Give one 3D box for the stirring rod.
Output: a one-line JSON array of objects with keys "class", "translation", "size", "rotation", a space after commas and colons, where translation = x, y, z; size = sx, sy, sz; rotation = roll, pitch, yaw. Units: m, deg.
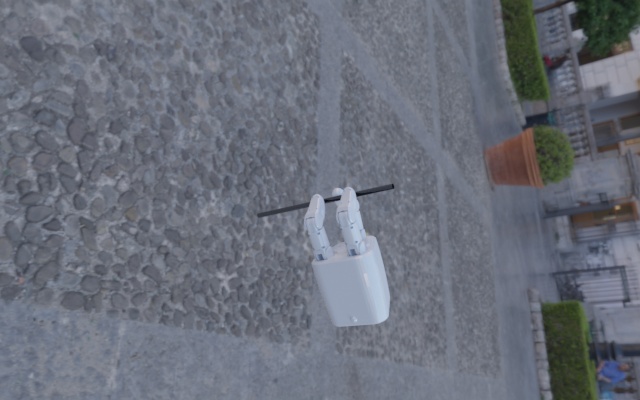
[{"class": "stirring rod", "translation": [0.000, 0.002, 0.734], "size": [0.239, 0.011, 0.011], "rotation": [-12, -6, 29]}]
